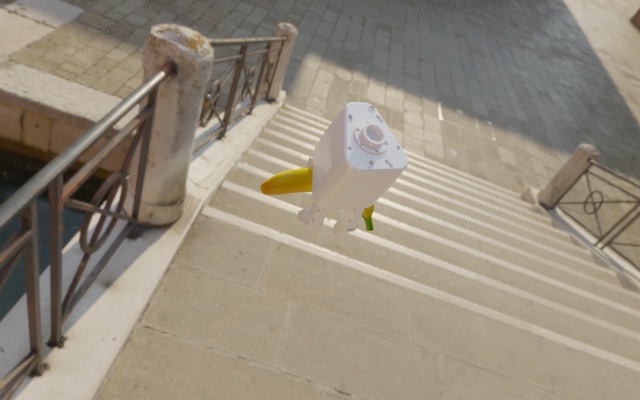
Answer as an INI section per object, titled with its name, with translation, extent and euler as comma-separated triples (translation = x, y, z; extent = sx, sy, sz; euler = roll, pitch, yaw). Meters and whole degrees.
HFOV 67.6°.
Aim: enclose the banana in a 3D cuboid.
[banana]
translation = 0.008, -0.014, 0.734
extent = 0.198, 0.069, 0.037
euler = 20, -13, -18
